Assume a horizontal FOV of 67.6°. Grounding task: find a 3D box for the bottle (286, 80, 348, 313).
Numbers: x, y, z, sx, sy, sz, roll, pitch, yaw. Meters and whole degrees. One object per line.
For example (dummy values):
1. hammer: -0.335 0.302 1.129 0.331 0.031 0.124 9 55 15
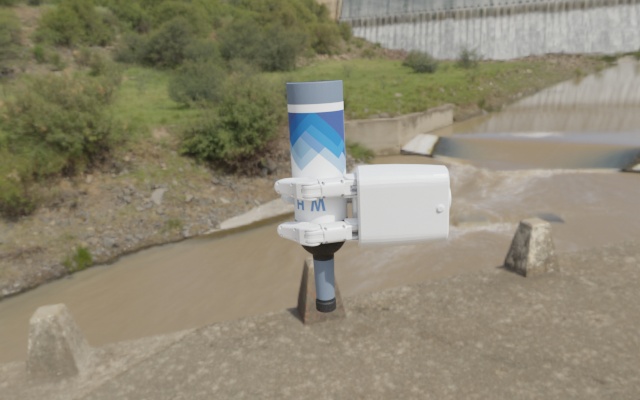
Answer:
1. bottle: 0.000 0.002 0.600 0.069 0.296 0.069 -3 15 1
